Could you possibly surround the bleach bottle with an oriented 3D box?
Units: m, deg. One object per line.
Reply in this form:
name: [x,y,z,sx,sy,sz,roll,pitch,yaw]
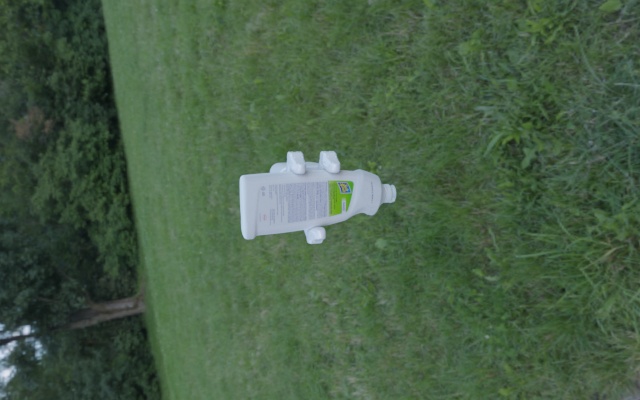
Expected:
bleach bottle: [0.000,0.002,0.767,0.251,0.102,0.068,-3,11,-15]
